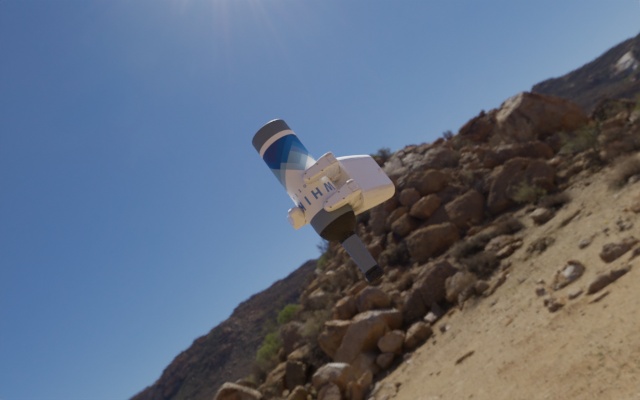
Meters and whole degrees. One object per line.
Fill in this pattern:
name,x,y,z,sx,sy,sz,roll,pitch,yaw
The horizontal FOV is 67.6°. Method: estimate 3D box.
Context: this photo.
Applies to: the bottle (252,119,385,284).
bottle,0.000,0.002,0.745,0.069,0.295,0.069,-34,-16,-11
